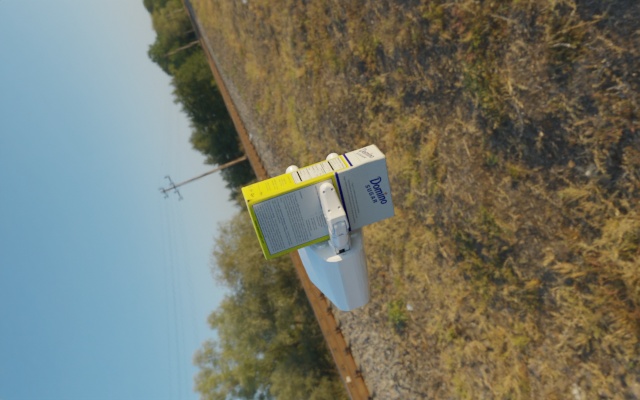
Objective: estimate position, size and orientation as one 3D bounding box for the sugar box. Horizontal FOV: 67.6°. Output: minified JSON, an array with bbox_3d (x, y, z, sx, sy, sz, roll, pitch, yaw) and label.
[{"bbox_3d":[0.000,0.002,0.601,0.176,0.093,0.048,-19,33,-8],"label":"sugar box"}]
